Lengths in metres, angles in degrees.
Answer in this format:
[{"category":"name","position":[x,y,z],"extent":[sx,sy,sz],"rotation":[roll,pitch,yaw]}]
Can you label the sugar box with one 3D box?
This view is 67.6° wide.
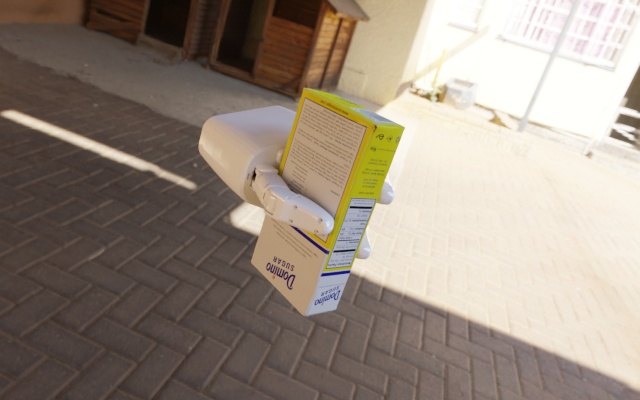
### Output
[{"category":"sugar box","position":[0.000,0.001,0.421],"extent":[0.048,0.176,0.093],"rotation":[-1,27,-42]}]
